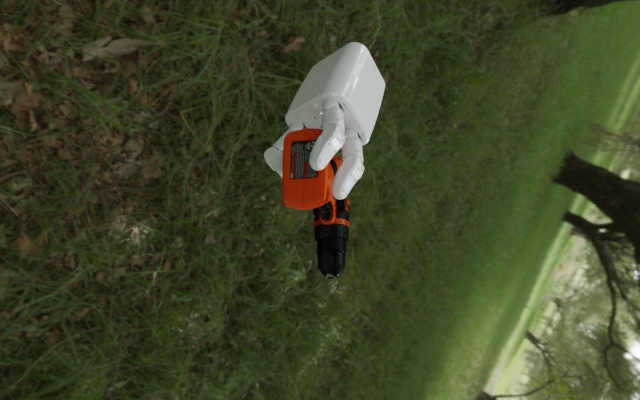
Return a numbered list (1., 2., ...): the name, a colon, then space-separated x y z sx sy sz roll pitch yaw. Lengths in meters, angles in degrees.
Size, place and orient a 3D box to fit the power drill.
1. power drill: 0.000 0.002 0.644 0.057 0.184 0.188 -5 -19 11
